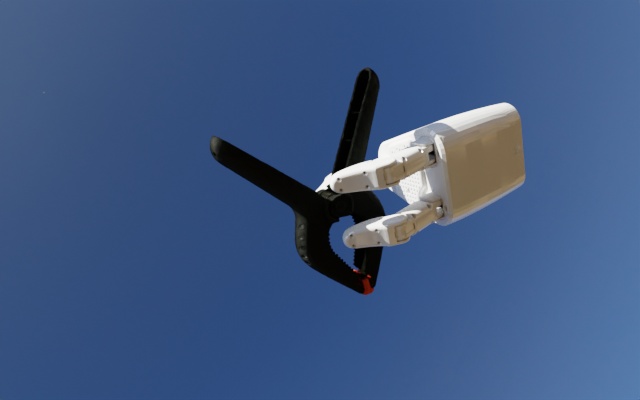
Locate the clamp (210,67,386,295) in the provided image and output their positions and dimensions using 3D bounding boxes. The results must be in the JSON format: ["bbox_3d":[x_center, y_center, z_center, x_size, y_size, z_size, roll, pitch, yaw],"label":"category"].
[{"bbox_3d":[0.000,0.002,0.441,0.164,0.210,0.036,-21,21,-20],"label":"clamp"}]
